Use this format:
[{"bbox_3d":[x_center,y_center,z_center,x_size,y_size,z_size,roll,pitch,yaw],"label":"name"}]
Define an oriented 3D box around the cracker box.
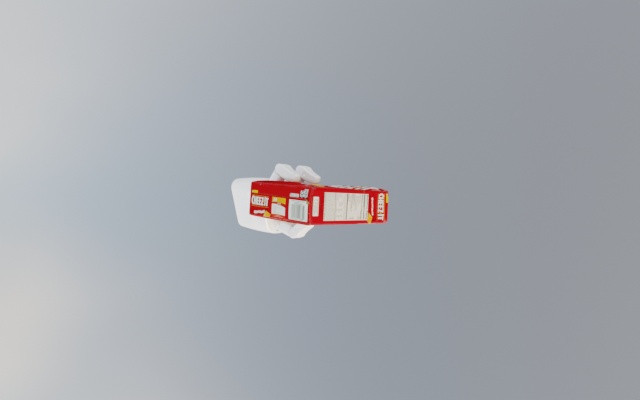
[{"bbox_3d":[0.000,0.003,0.898,0.164,0.072,0.214,6,4,44],"label":"cracker box"}]
